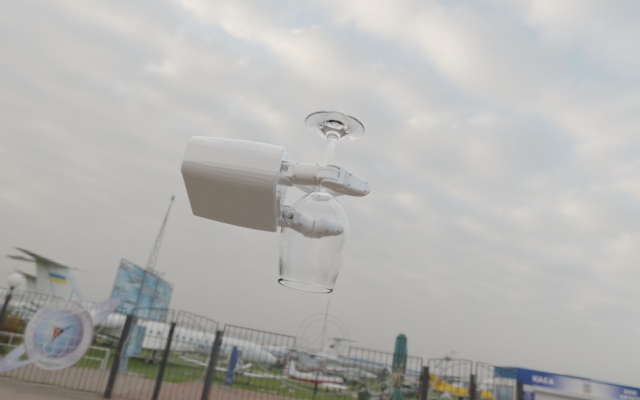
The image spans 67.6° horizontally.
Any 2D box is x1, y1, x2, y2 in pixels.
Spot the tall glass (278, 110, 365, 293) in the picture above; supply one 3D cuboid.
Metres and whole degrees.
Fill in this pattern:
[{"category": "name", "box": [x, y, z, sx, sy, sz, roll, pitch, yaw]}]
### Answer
[{"category": "tall glass", "box": [0.000, 0.001, 0.552, 0.079, 0.201, 0.079, 9, -19, 3]}]
